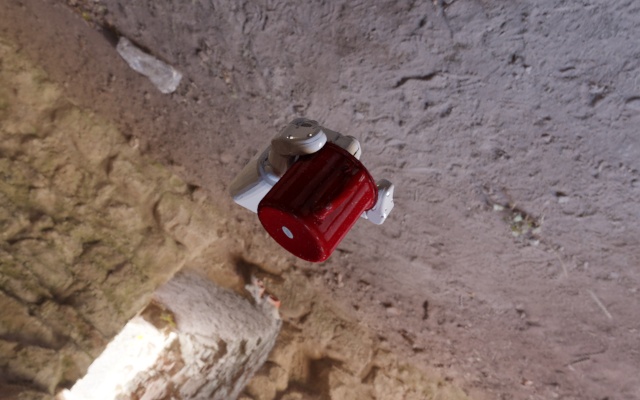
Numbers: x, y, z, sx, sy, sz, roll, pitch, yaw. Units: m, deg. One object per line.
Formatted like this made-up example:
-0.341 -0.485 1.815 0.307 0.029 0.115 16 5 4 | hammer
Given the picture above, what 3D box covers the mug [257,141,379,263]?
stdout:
0.001 0.001 0.440 0.081 0.093 0.117 -50 13 -28 | mug
